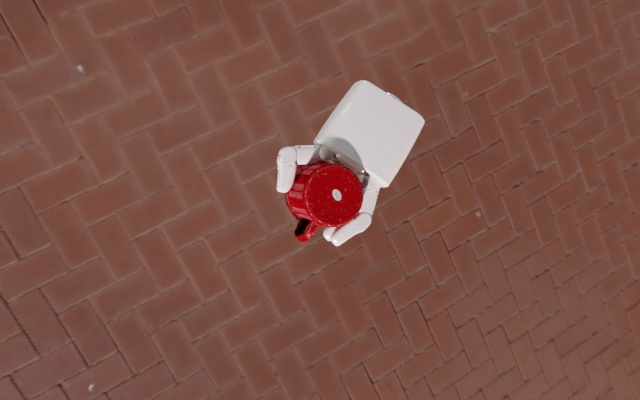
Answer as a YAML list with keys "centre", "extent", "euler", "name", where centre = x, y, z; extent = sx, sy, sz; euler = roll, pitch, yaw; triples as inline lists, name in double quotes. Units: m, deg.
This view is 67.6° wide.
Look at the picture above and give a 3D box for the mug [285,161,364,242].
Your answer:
- centre: [-0.001, 0.003, 0.630]
  extent: [0.093, 0.117, 0.081]
  euler: [33, -6, -16]
  name: "mug"
